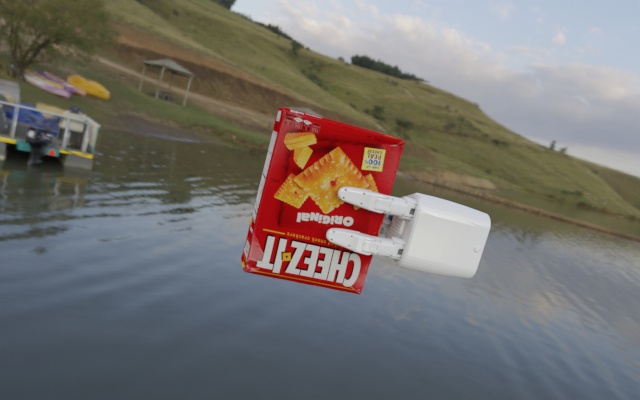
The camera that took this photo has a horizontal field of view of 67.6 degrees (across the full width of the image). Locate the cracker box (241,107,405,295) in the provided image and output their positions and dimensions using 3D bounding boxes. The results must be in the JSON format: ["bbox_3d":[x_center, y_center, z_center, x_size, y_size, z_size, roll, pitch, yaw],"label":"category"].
[{"bbox_3d":[0.000,0.002,0.629,0.164,0.214,0.072,13,8,-12],"label":"cracker box"}]
